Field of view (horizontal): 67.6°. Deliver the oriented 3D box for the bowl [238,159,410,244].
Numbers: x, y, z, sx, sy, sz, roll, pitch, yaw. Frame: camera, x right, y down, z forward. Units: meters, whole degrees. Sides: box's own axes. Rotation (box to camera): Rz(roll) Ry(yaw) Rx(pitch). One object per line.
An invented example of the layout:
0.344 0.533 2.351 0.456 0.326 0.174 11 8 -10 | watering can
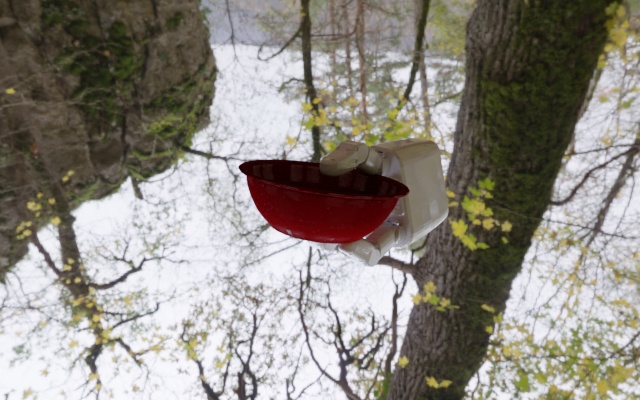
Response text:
-0.001 0.002 0.457 0.162 0.055 0.162 8 12 -2 | bowl
